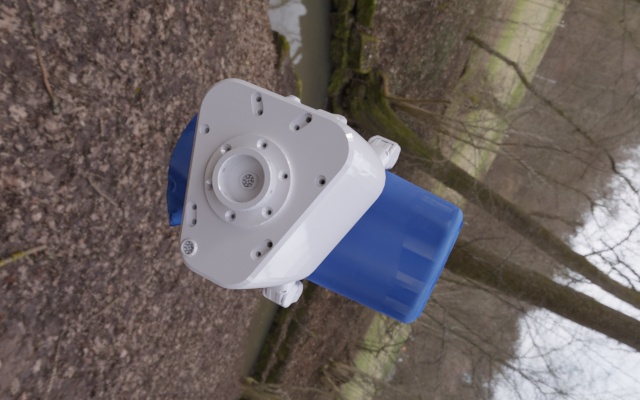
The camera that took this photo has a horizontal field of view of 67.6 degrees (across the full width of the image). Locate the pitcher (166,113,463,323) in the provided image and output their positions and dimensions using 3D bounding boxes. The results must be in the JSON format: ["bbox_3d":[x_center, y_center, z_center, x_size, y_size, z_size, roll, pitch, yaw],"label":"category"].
[{"bbox_3d":[0.000,0.001,0.437,0.243,0.149,0.145,25,0,15],"label":"pitcher"}]
